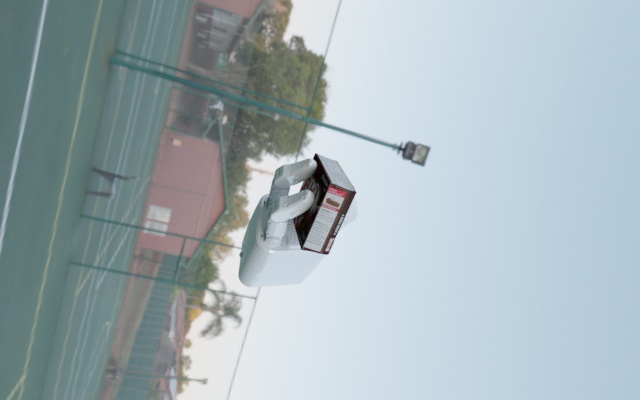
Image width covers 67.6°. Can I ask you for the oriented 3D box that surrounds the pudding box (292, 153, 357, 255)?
[{"bbox_3d":[0.000,0.002,0.589,0.039,0.090,0.113,16,19,-19],"label":"pudding box"}]
